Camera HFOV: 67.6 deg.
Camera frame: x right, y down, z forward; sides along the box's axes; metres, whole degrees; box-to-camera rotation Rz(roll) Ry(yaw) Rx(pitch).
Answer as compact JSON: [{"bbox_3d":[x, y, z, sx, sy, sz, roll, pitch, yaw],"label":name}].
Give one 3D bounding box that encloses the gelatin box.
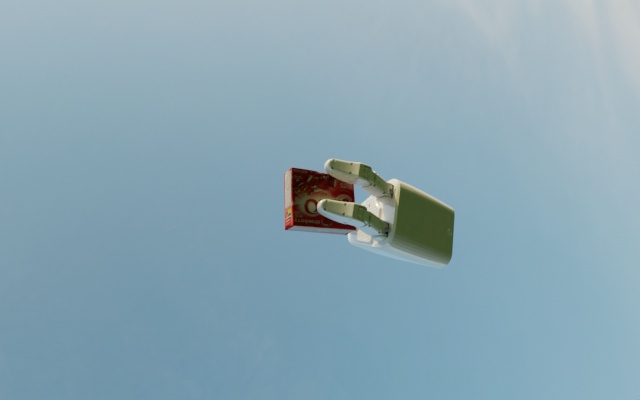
[{"bbox_3d":[0.000,0.002,0.591,0.089,0.073,0.030,6,-18,-25],"label":"gelatin box"}]
